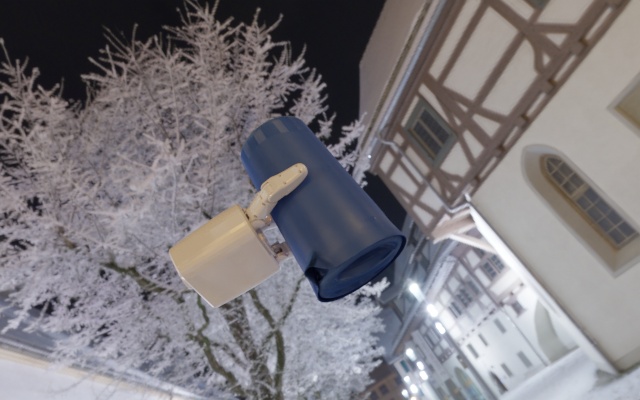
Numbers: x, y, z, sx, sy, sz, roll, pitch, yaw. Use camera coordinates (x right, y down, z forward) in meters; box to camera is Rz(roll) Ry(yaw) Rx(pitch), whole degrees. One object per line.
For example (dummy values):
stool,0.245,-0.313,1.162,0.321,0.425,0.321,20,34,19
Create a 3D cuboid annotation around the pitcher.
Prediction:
pitcher,0.000,0.002,0.645,0.145,0.242,0.149,-33,-26,-5
